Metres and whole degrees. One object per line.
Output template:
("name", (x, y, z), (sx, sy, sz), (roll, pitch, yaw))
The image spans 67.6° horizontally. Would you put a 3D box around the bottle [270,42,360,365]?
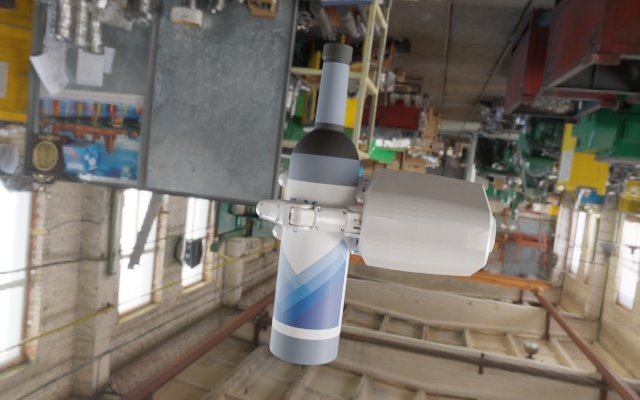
("bottle", (0.000, 0.002, 0.457), (0.069, 0.296, 0.069), (7, 4, 0))
